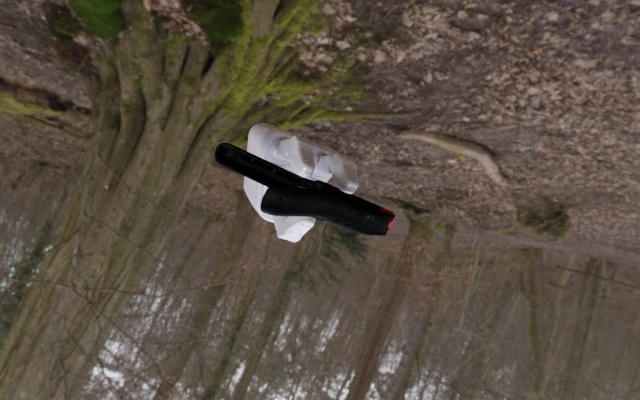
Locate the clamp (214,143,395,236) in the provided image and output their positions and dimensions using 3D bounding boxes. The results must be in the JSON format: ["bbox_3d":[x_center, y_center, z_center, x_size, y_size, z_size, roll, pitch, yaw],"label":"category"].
[{"bbox_3d":[0.000,0.002,0.496,0.210,0.036,0.164,20,11,-26],"label":"clamp"}]
